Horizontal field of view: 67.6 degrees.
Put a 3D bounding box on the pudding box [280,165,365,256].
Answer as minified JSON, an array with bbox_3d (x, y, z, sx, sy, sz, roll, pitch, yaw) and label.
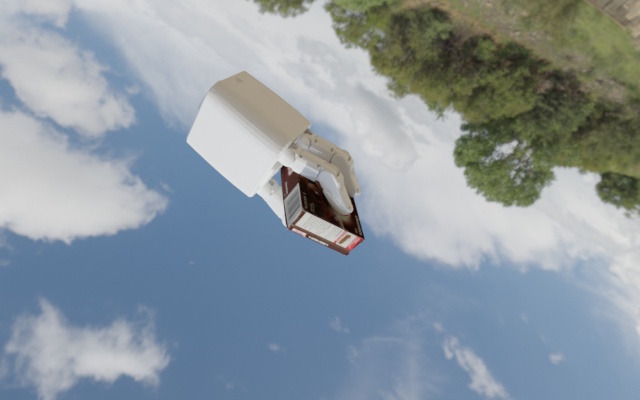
[{"bbox_3d":[0.000,0.002,0.572,0.090,0.113,0.039,26,-56,-28],"label":"pudding box"}]
